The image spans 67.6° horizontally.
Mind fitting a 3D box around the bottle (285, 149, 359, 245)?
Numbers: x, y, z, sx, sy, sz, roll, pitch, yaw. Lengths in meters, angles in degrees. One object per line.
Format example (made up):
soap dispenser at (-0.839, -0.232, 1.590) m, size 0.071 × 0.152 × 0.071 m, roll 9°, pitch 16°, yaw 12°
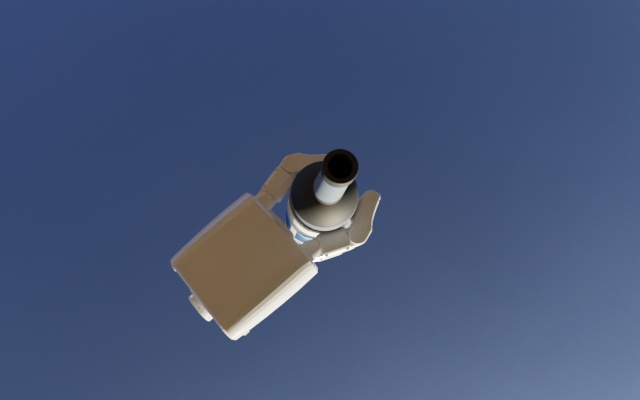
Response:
bottle at (0.000, 0.002, 0.495) m, size 0.069 × 0.069 × 0.296 m, roll 0°, pitch -10°, yaw -6°
